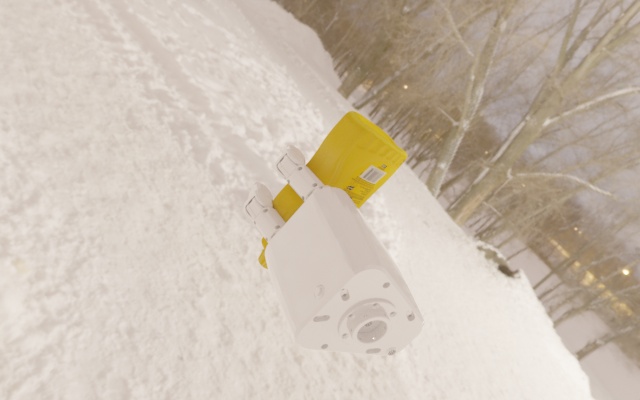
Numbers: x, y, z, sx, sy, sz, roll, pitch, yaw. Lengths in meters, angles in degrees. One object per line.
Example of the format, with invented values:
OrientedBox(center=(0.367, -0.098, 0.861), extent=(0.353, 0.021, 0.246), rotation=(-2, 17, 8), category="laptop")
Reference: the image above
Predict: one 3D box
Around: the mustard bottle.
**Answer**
OrientedBox(center=(0.000, 0.001, 0.499), extent=(0.058, 0.192, 0.096), rotation=(51, 18, 30), category="mustard bottle")
